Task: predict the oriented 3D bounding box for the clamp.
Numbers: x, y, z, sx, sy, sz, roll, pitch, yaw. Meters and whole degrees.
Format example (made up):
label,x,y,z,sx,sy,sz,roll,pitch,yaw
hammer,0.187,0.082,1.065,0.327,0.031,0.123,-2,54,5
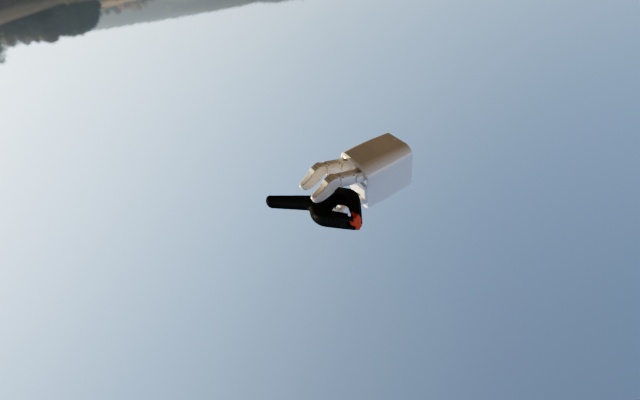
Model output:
label,x,y,z,sx,sy,sz,roll,pitch,yaw
clamp,0.001,0.004,0.876,0.164,0.036,0.210,-28,36,-12
